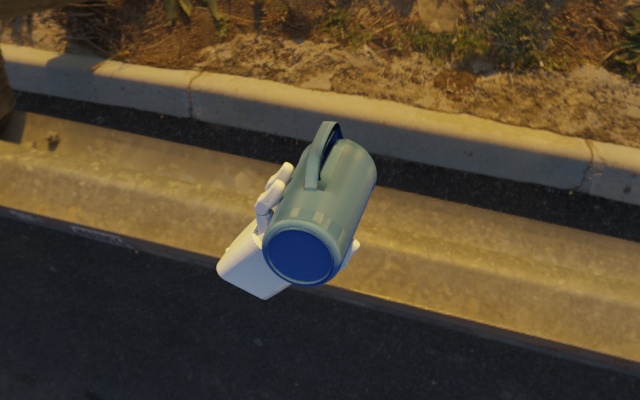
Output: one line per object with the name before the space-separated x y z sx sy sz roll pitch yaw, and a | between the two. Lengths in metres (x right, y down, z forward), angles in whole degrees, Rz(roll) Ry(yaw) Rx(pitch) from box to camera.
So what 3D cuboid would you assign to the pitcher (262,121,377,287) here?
pitcher | 0.000 0.002 0.701 0.145 0.149 0.242 -39 14 31
